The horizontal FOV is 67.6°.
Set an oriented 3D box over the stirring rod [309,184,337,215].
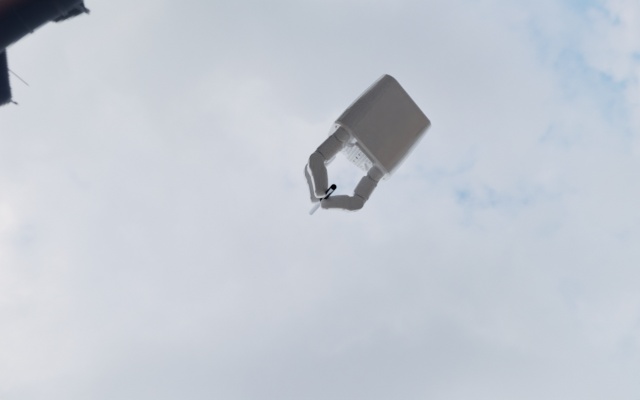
[{"bbox_3d":[0.000,0.002,0.705,0.011,0.011,0.239,0,-9,-8],"label":"stirring rod"}]
